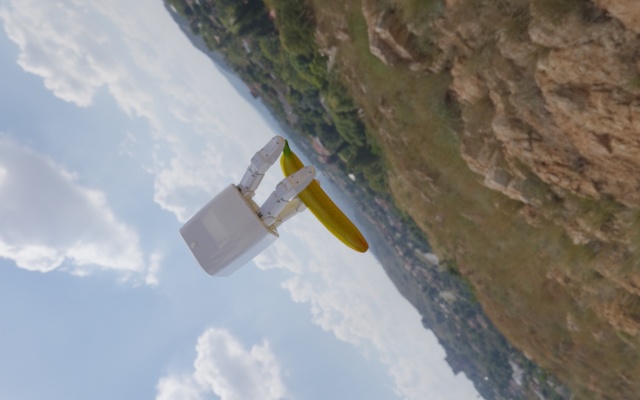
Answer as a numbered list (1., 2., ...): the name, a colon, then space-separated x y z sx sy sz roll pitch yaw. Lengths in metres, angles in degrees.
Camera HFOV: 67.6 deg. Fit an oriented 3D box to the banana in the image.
1. banana: -0.003 0.001 0.699 0.037 0.198 0.069 -39 -2 -5
